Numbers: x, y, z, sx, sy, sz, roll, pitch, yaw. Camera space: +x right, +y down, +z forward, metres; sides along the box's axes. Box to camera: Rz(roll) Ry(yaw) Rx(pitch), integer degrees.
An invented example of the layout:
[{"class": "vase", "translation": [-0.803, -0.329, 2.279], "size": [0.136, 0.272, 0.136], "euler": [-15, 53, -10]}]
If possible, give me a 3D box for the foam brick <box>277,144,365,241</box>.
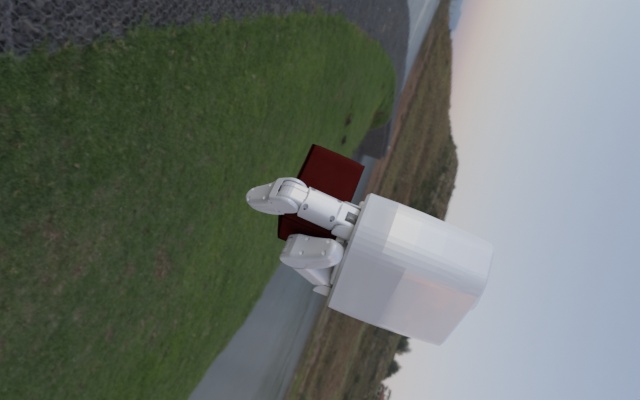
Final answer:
[{"class": "foam brick", "translation": [0.000, 0.001, 0.424], "size": [0.051, 0.078, 0.053], "euler": [21, -26, 4]}]
